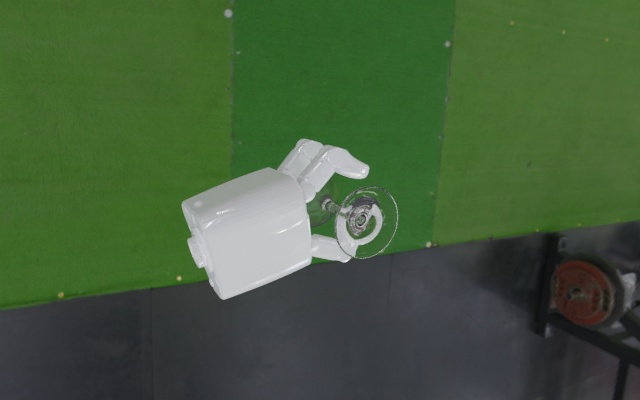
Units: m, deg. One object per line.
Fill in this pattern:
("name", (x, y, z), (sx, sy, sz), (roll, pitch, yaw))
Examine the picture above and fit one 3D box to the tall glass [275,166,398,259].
("tall glass", (0.001, 0.002, 0.556), (0.079, 0.079, 0.201), (0, 12, -28))
